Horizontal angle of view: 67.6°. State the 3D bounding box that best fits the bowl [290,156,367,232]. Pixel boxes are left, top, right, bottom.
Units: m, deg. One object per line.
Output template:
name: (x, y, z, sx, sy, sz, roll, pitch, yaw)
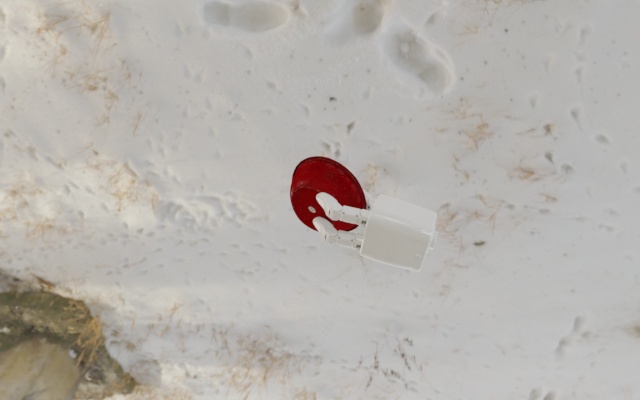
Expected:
bowl: (-0.001, 0.003, 0.871, 0.162, 0.162, 0.055, 0, 29, 37)
